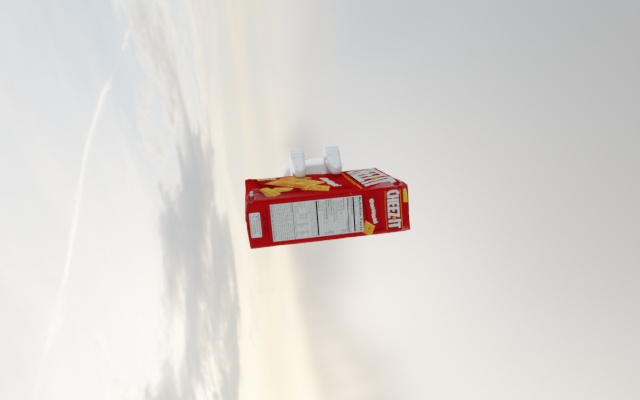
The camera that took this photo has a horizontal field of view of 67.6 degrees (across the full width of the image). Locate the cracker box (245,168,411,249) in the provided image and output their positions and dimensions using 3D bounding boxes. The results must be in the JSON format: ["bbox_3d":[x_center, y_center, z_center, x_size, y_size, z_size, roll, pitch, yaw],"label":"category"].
[{"bbox_3d":[0.000,0.002,0.683,0.213,0.072,0.164,-6,13,-7],"label":"cracker box"}]
